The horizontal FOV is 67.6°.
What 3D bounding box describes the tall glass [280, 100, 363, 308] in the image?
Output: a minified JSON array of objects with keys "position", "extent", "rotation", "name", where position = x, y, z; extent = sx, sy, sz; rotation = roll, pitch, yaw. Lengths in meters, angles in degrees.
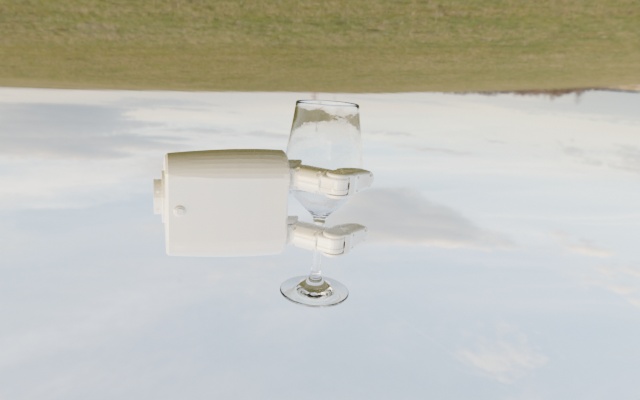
[{"position":[0.000,0.002,0.486],"extent":[0.079,0.201,0.079],"rotation":[4,15,-1],"name":"tall glass"}]
